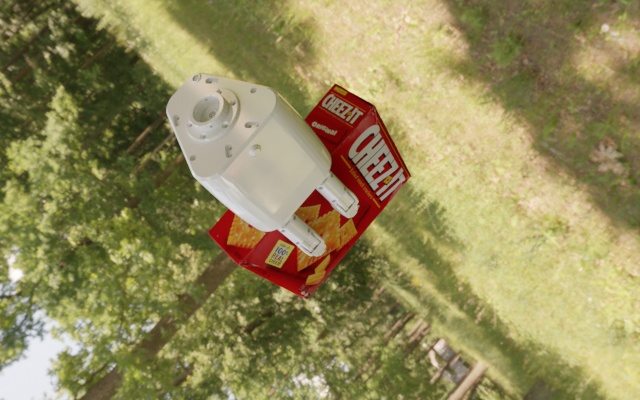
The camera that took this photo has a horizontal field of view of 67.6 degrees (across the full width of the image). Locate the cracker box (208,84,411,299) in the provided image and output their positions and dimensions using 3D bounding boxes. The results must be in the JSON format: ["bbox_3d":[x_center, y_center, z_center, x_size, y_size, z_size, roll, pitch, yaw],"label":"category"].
[{"bbox_3d":[0.000,0.002,0.558,0.072,0.213,0.164,39,-4,34],"label":"cracker box"}]
